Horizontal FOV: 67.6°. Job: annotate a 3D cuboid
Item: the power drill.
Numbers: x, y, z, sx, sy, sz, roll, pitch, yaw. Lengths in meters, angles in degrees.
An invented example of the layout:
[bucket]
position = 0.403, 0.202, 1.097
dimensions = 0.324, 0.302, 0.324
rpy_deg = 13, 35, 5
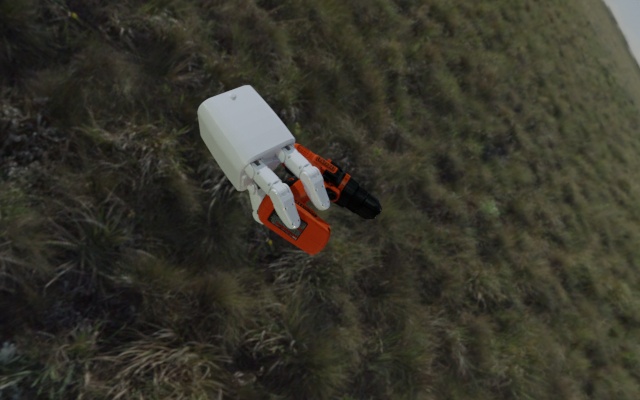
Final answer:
[power drill]
position = 0.000, 0.002, 0.721
dimensions = 0.184, 0.057, 0.187
rpy_deg = 32, 30, 0
